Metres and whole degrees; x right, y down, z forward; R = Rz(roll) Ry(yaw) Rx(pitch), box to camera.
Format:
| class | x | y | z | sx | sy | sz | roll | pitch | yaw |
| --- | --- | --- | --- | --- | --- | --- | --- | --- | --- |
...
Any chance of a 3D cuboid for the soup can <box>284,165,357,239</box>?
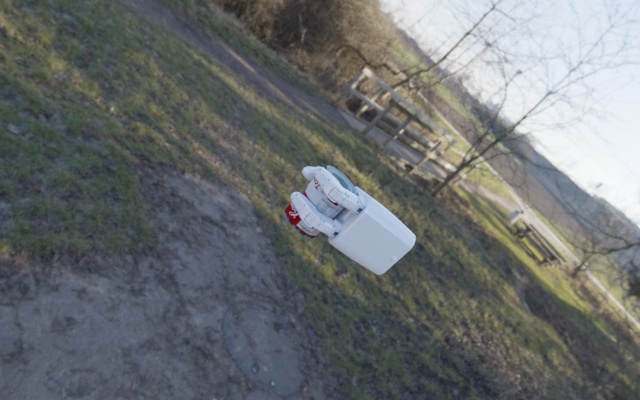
| class | x | y | z | sx | sy | sz | roll | pitch | yaw |
| --- | --- | --- | --- | --- | --- | --- | --- | --- | --- |
| soup can | 0.000 | 0.002 | 0.760 | 0.102 | 0.068 | 0.068 | -46 | -19 | 19 |
